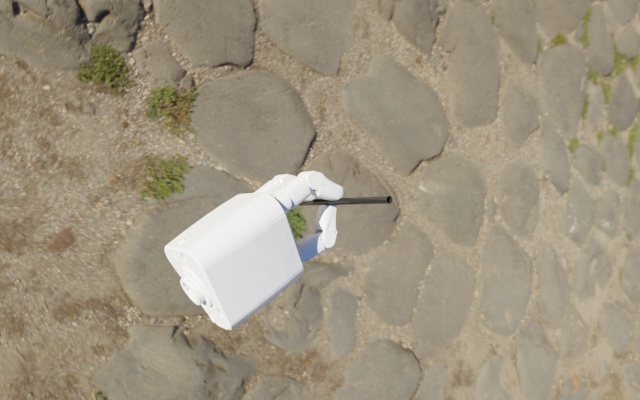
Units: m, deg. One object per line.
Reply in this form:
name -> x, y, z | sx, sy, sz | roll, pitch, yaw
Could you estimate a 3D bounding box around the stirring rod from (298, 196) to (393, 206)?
stirring rod -> 0.000, 0.002, 0.586 | 0.011, 0.011, 0.239 | 0, -1, -36
